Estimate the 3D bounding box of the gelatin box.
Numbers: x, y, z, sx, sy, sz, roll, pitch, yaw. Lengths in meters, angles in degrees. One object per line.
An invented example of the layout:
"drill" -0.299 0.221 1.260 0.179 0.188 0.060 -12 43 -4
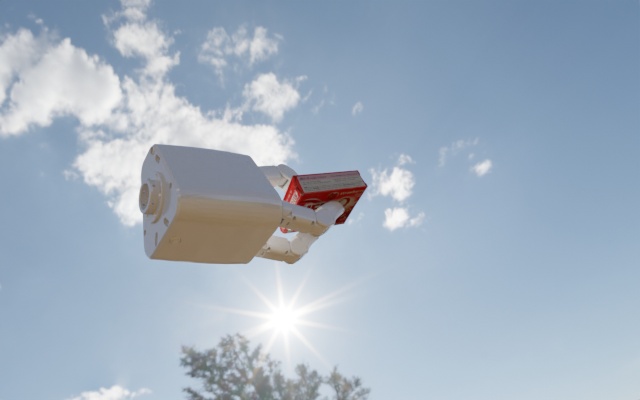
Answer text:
"gelatin box" 0.000 0.001 0.554 0.089 0.030 0.073 -7 -35 -31
